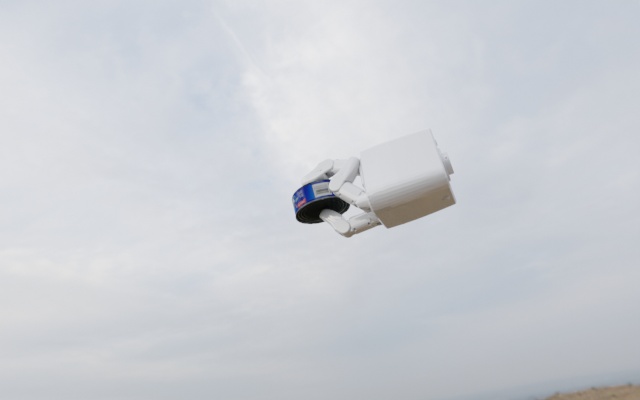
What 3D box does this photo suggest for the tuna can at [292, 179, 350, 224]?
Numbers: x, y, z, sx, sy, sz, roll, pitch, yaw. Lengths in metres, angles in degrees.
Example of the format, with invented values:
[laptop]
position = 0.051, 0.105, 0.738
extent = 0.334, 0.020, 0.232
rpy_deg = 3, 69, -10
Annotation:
[tuna can]
position = 0.000, 0.002, 0.729
extent = 0.086, 0.033, 0.086
rpy_deg = -13, -25, -6
